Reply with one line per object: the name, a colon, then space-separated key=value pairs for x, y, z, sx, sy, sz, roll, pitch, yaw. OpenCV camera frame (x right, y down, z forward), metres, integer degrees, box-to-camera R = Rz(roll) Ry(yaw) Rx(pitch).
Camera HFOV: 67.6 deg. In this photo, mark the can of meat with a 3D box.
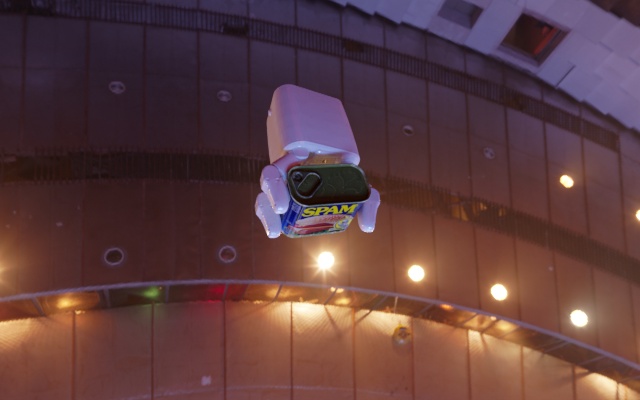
can of meat: x=0.000 y=0.002 z=0.598 sx=0.102 sy=0.057 sz=0.084 roll=-4 pitch=-31 yaw=-21
